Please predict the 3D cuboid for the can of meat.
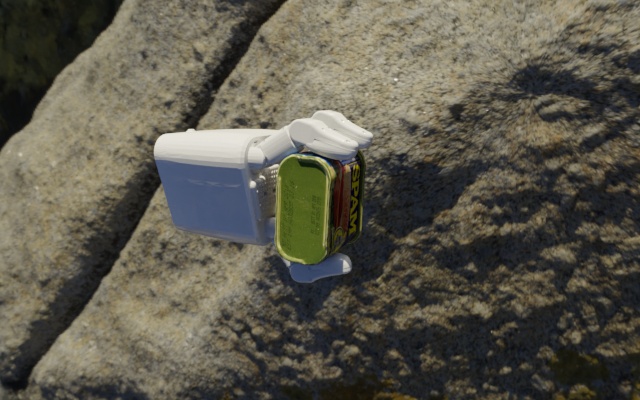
[{"bbox_3d":[0.000,0.002,0.444,0.057,0.102,0.084,8,15,23],"label":"can of meat"}]
